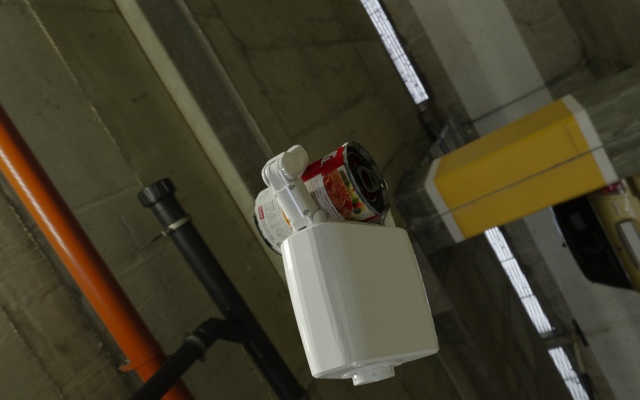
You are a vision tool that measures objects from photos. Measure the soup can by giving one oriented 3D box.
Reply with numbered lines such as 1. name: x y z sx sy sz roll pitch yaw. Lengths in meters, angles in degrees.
1. soup can: 0.000 0.001 0.419 0.102 0.068 0.068 -27 -13 26
